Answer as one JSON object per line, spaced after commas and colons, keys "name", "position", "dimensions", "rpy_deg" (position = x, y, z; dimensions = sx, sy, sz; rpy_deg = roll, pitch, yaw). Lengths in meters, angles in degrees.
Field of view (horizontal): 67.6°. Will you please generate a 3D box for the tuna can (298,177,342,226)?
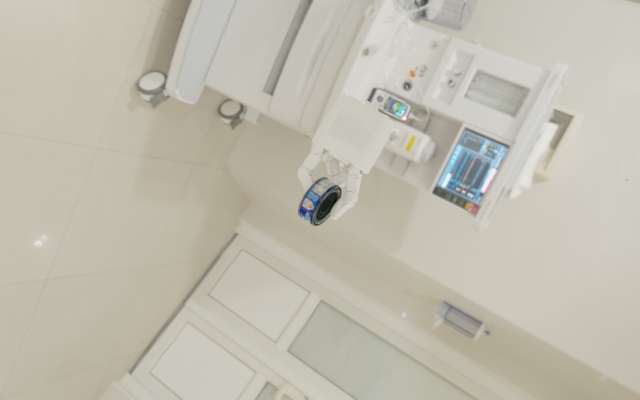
{"name": "tuna can", "position": [0.001, 0.003, 0.852], "dimensions": [0.033, 0.086, 0.086], "rpy_deg": [35, 14, 21]}
